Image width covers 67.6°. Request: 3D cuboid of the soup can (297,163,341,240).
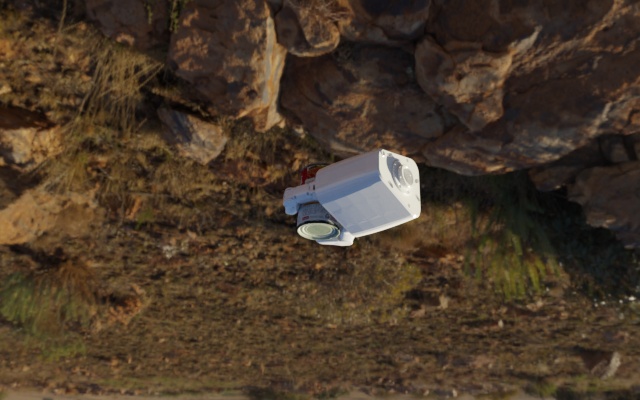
[{"bbox_3d":[0.000,0.003,0.738,0.068,0.102,0.068,3,-27,1],"label":"soup can"}]
